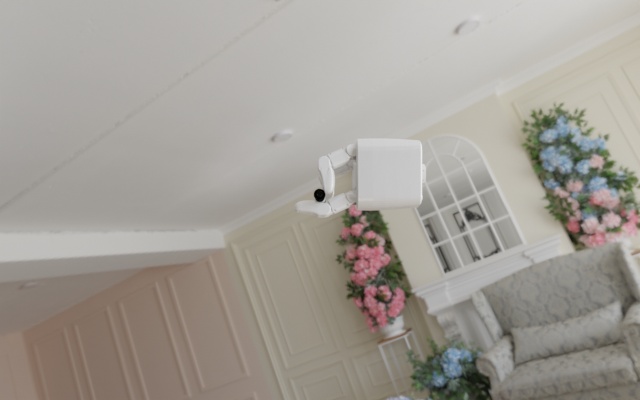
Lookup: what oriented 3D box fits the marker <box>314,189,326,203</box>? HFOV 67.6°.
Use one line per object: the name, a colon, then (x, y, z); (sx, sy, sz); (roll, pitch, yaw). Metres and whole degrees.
marker: (0.000, 0.003, 0.808); (0.020, 0.020, 0.121); (0, -13, 1)
